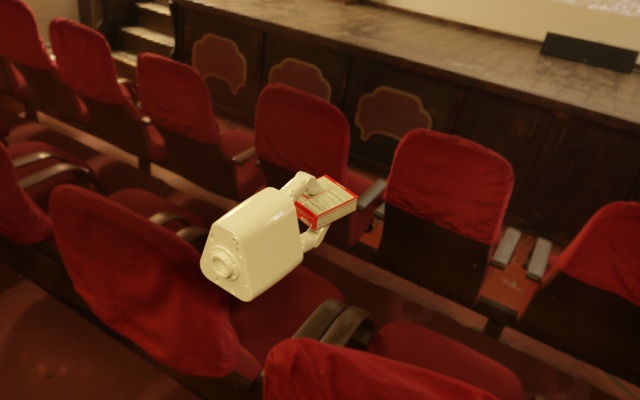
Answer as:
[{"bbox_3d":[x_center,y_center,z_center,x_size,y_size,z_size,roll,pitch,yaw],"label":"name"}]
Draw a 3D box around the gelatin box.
[{"bbox_3d":[0.000,0.002,0.723,0.089,0.030,0.073,-26,46,-35],"label":"gelatin box"}]
